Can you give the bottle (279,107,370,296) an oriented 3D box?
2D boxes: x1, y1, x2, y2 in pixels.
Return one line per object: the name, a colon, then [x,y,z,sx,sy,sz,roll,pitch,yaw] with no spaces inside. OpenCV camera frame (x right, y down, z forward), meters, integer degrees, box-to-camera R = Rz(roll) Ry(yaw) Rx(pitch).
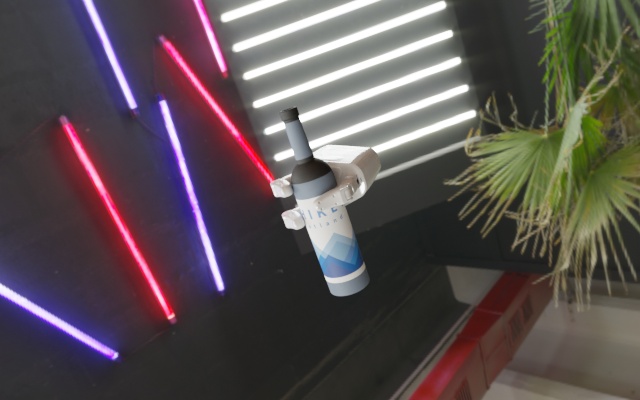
bottle: [0.000,0.003,0.728,0.069,0.296,0.069,-18,16,5]
